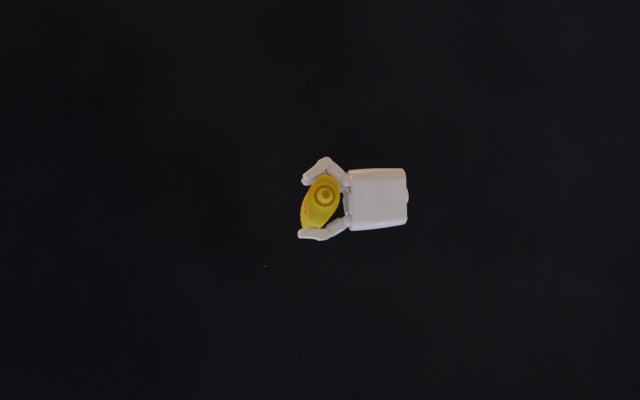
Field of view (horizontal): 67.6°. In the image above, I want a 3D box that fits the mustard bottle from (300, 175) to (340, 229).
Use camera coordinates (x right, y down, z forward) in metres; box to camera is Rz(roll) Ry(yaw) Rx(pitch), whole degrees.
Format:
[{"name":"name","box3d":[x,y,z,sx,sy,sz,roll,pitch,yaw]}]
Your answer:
[{"name":"mustard bottle","box3d":[0.000,0.003,0.889,0.058,0.096,0.191,20,-9,-3]}]
